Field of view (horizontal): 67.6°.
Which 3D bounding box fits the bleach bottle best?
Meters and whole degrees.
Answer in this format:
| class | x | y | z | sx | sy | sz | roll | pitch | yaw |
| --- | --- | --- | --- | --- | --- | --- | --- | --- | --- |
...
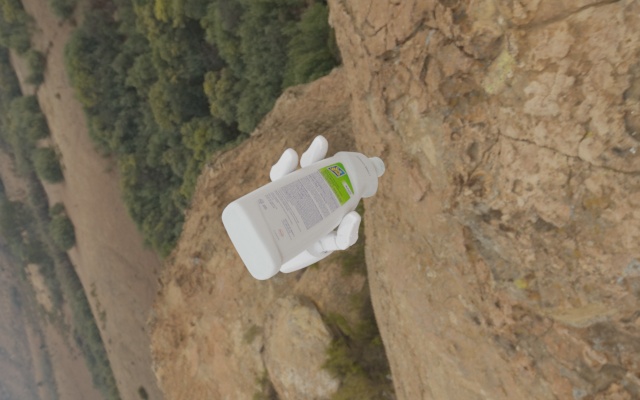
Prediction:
| class | x | y | z | sx | sy | sz | roll | pitch | yaw |
| --- | --- | --- | --- | --- | --- | --- | --- | --- | --- |
| bleach bottle | 0.000 | 0.002 | 0.633 | 0.250 | 0.102 | 0.068 | -27 | -4 | -37 |
